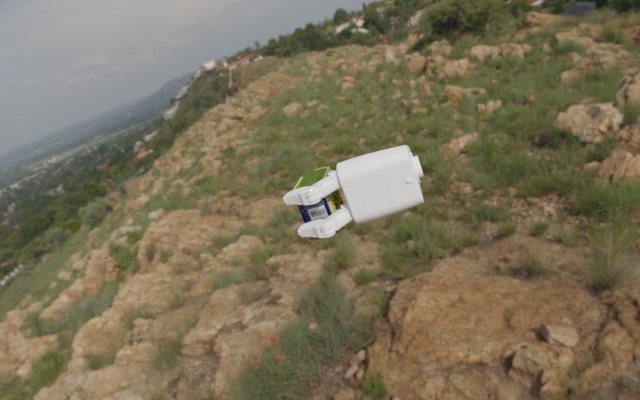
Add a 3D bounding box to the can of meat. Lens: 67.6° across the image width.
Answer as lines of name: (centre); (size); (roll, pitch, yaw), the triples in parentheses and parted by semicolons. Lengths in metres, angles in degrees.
can of meat: (0.000, 0.002, 0.758); (0.057, 0.084, 0.102); (-16, 20, 17)
